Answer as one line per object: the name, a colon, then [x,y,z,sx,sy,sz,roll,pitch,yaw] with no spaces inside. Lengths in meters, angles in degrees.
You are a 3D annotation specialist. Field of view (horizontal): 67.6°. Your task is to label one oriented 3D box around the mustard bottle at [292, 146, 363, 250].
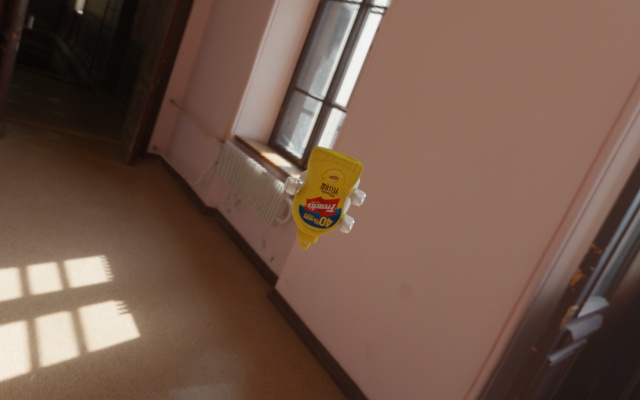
mustard bottle: [0.000,0.003,0.883,0.096,0.192,0.058,18,14,-14]
